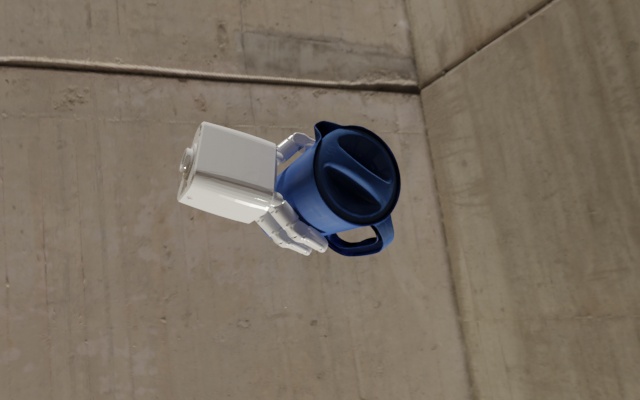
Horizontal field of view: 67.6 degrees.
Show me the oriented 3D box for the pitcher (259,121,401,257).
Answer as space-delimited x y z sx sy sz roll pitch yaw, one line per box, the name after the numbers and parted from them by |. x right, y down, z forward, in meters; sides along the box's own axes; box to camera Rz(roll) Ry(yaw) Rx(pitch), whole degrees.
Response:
0.000 0.002 0.699 0.145 0.149 0.243 16 -21 -24 | pitcher
